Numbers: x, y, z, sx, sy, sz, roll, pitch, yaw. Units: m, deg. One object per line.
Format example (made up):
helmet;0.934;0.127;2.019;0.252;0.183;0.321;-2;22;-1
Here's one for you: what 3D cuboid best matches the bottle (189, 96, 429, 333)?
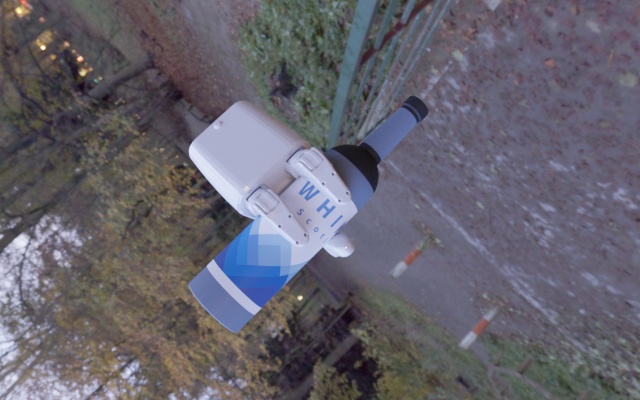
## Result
bottle;0.000;0.002;0.481;0.295;0.069;0.069;-44;8;-8
